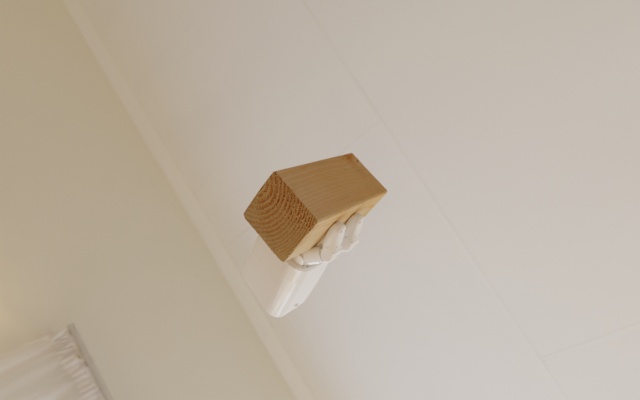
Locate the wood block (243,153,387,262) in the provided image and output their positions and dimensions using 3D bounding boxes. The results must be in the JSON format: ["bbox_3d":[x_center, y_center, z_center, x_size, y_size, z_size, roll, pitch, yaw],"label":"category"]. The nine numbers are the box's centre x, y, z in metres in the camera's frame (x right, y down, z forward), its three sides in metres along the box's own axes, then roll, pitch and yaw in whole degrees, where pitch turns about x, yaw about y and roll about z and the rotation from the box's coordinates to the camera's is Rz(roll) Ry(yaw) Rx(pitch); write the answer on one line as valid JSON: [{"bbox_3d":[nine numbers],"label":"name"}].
[{"bbox_3d":[0.000,0.002,0.701,0.090,0.091,0.206,-51,-16,31],"label":"wood block"}]
